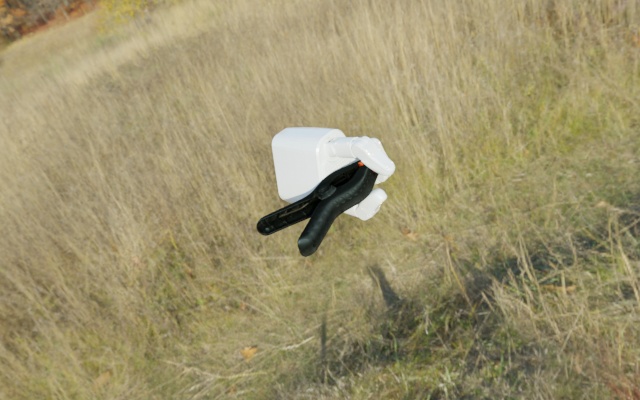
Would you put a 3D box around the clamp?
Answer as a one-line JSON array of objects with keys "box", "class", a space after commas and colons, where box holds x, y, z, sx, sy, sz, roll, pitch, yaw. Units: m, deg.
[{"box": [0.000, 0.001, 0.599, 0.120, 0.039, 0.171, 14, 45, 45], "class": "clamp"}]
